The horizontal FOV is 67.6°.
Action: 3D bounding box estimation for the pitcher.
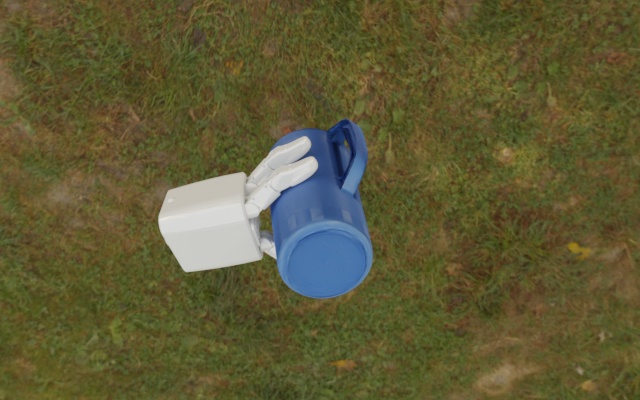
[{"bbox_3d":[0.000,0.002,0.621,0.145,0.149,0.242,-10,31,-1],"label":"pitcher"}]
